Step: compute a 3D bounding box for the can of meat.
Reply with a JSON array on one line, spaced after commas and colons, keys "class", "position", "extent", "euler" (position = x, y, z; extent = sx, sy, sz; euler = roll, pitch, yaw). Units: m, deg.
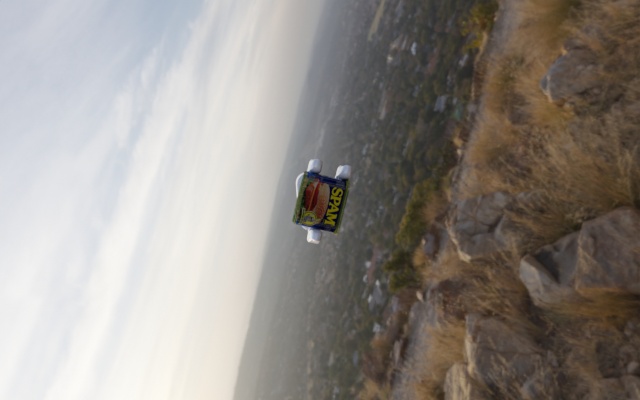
[{"class": "can of meat", "position": [0.000, 0.003, 0.864], "extent": [0.084, 0.102, 0.057], "euler": [13, 8, -6]}]
